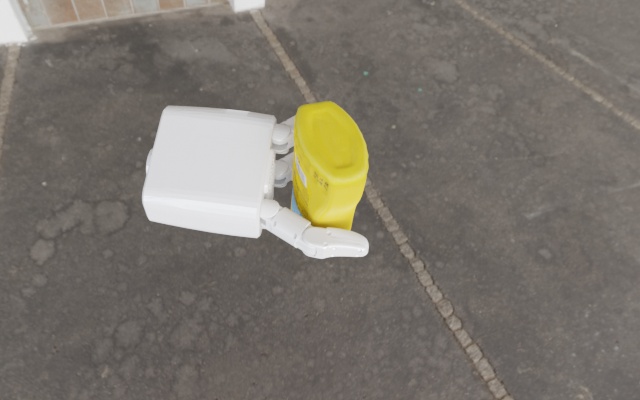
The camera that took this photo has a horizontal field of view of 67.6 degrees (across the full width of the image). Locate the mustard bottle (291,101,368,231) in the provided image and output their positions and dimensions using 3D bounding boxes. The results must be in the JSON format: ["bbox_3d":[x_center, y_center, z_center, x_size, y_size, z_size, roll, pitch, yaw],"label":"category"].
[{"bbox_3d":[0.000,0.001,0.478,0.058,0.096,0.192,-14,-33,-16],"label":"mustard bottle"}]
